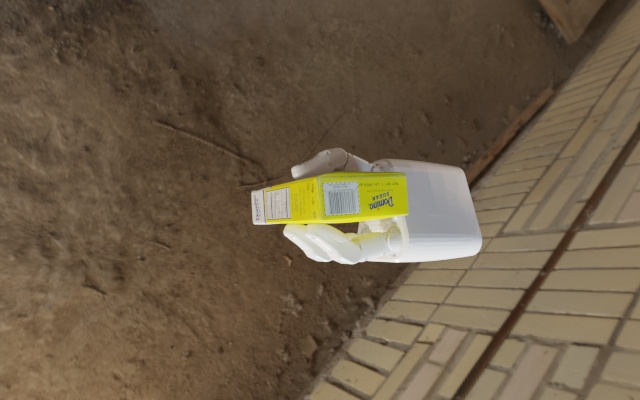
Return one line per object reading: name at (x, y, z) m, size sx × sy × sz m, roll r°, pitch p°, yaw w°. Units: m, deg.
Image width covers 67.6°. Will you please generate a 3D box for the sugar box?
sugar box at (0.000, 0.002, 0.491) m, size 0.093 × 0.048 × 0.176 m, roll -2°, pitch -5°, yaw -26°
